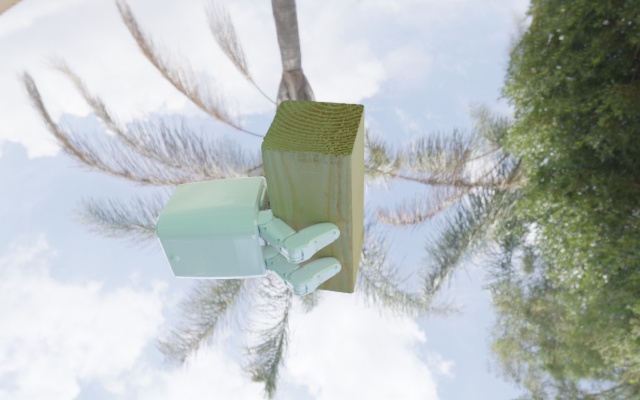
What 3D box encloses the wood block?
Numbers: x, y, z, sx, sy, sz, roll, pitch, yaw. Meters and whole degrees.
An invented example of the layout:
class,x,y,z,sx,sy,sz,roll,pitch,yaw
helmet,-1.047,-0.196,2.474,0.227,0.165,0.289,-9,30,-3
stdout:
class,x,y,z,sx,sy,sz,roll,pitch,yaw
wood block,0.000,0.002,0.535,0.090,0.206,0.090,5,44,10
